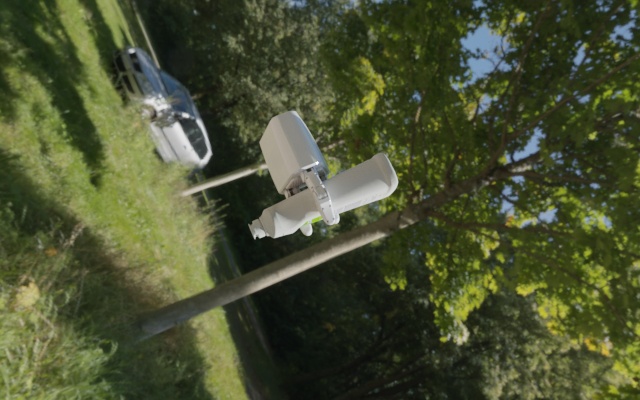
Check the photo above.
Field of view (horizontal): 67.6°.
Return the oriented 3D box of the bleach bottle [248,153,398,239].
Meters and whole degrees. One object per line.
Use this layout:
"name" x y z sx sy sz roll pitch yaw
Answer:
"bleach bottle" 0.000 0.003 0.808 0.251 0.068 0.102 -22 -13 -11
